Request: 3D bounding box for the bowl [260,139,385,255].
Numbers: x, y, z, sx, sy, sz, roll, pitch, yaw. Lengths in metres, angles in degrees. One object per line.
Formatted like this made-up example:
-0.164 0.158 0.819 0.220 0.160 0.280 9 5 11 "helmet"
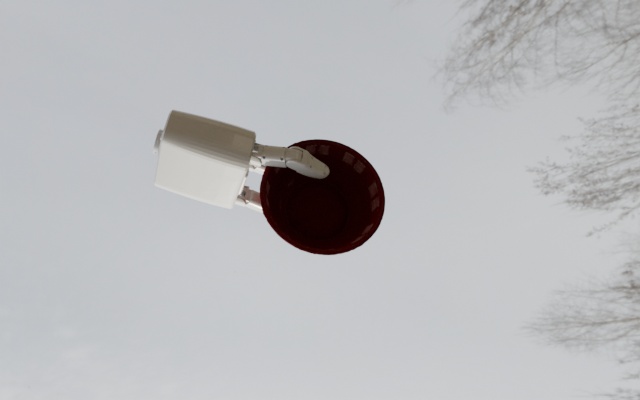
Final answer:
0.001 0.003 0.626 0.162 0.162 0.055 0 -24 -10 "bowl"
